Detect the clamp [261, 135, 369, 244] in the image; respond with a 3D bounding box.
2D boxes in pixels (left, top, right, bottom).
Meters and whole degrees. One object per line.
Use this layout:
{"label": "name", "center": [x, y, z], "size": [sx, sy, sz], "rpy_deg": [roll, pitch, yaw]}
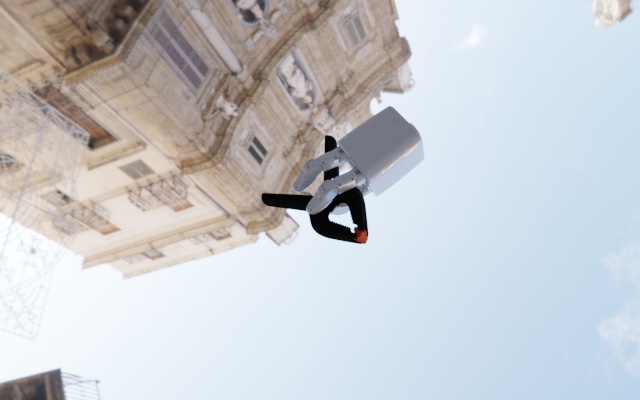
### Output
{"label": "clamp", "center": [0.001, 0.003, 0.770], "size": [0.164, 0.210, 0.036], "rpy_deg": [-38, -38, 5]}
